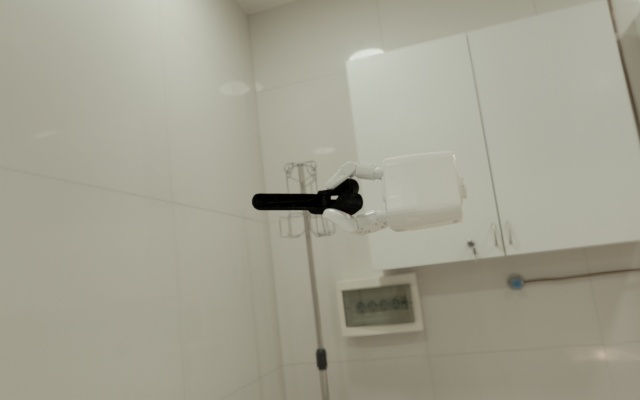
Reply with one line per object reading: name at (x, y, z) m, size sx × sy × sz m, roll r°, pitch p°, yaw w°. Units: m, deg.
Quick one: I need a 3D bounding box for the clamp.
clamp at (0.000, 0.002, 0.756) m, size 0.164 × 0.036 × 0.210 m, roll -6°, pitch -9°, yaw 16°
